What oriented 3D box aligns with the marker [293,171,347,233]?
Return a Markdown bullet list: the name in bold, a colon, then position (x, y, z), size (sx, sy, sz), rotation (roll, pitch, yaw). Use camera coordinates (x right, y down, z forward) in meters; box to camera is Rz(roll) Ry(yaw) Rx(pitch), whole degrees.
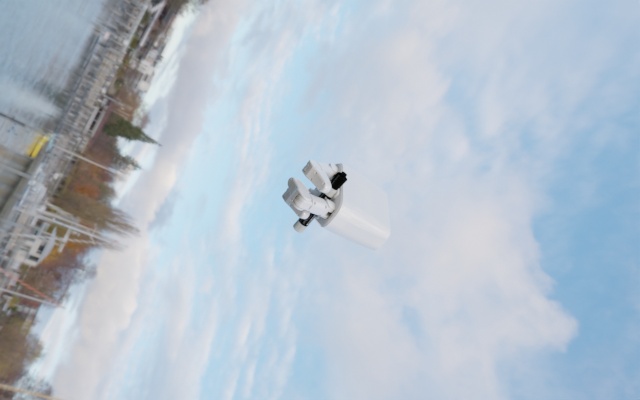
- **marker**: position (0.000, 0.002, 0.726), size (0.020, 0.121, 0.020), rotation (33, 24, -17)
